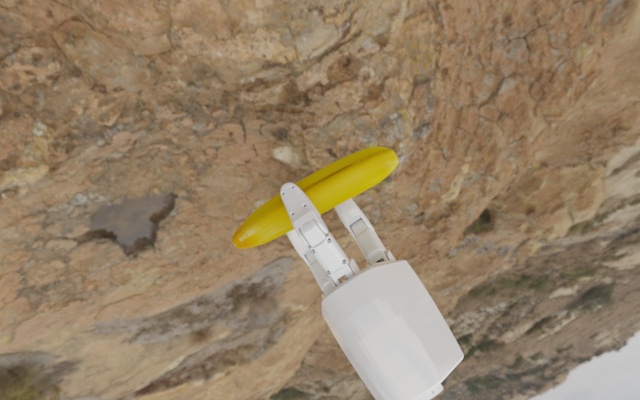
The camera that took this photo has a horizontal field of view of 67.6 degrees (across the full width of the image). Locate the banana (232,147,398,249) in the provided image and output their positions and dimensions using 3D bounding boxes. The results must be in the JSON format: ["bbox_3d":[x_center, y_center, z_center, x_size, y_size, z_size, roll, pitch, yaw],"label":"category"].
[{"bbox_3d":[0.005,-0.007,0.463,0.198,0.037,0.070,-27,-16,-18],"label":"banana"}]
